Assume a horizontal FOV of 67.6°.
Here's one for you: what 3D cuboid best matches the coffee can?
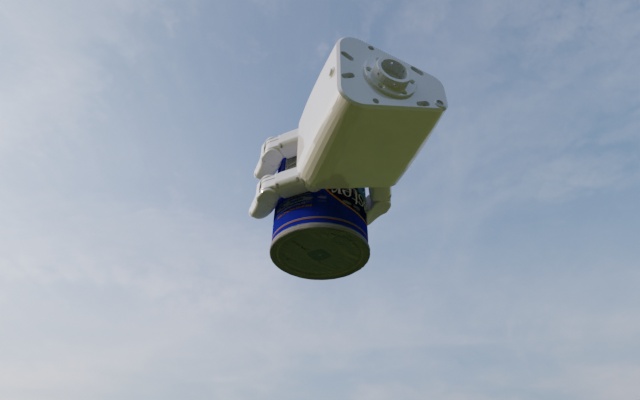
[{"bbox_3d":[0.000,0.002,0.527,0.103,0.140,0.103,0,-38,0],"label":"coffee can"}]
